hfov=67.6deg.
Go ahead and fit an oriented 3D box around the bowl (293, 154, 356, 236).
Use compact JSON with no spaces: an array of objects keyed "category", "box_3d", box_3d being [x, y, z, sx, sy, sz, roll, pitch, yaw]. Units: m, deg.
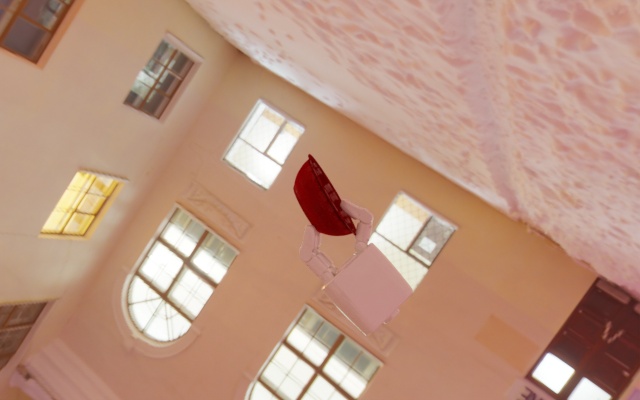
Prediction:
[{"category":"bowl","box_3d":[-0.001,0.002,0.815,0.055,0.162,0.162,-30,-4,7]}]
